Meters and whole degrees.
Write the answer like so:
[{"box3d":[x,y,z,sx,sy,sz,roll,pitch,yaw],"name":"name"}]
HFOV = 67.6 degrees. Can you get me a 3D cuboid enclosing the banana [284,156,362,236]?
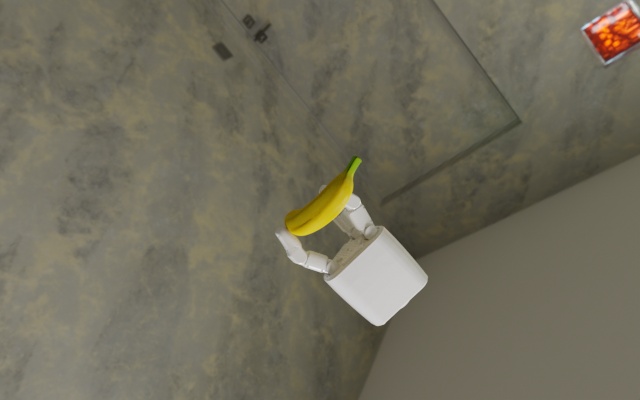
[{"box3d":[-0.007,0.013,0.639,0.037,0.069,0.198,41,-38,-9],"name":"banana"}]
